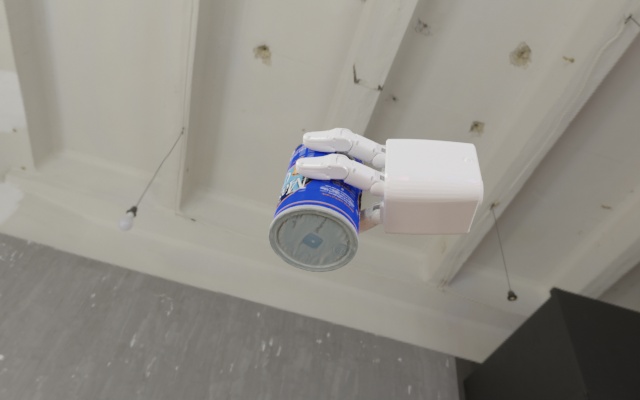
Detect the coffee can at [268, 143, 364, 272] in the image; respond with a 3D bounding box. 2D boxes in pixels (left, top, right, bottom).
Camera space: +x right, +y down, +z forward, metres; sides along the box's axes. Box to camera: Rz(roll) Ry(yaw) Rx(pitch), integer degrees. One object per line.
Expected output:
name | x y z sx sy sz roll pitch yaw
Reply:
coffee can | 0.000 0.002 0.591 0.103 0.103 0.140 0 41 10
